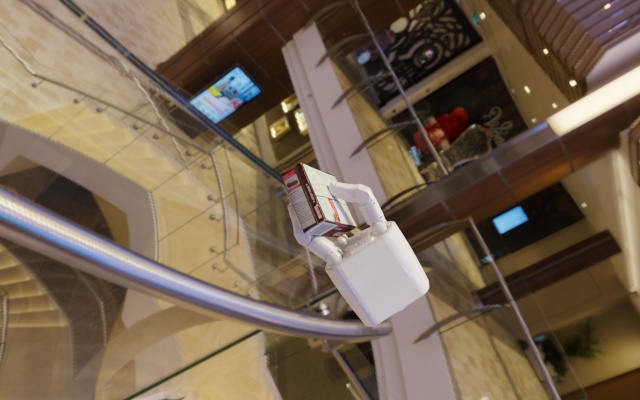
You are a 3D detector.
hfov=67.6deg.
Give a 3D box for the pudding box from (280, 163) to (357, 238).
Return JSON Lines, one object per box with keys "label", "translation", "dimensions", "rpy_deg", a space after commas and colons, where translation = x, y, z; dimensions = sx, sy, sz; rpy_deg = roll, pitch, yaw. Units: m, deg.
{"label": "pudding box", "translation": [0.000, 0.002, 0.663], "dimensions": [0.039, 0.090, 0.113], "rpy_deg": [-30, -19, 18]}
